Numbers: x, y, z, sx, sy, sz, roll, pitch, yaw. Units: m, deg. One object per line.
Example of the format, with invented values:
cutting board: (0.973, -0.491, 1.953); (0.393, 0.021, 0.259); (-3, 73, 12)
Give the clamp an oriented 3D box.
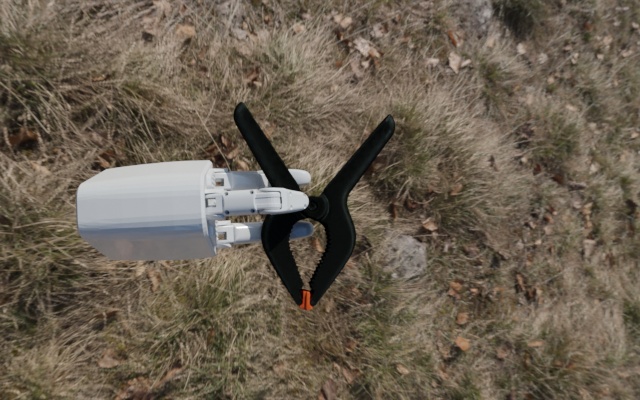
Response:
clamp: (0.000, 0.002, 0.480); (0.164, 0.210, 0.036); (-3, -4, -5)
